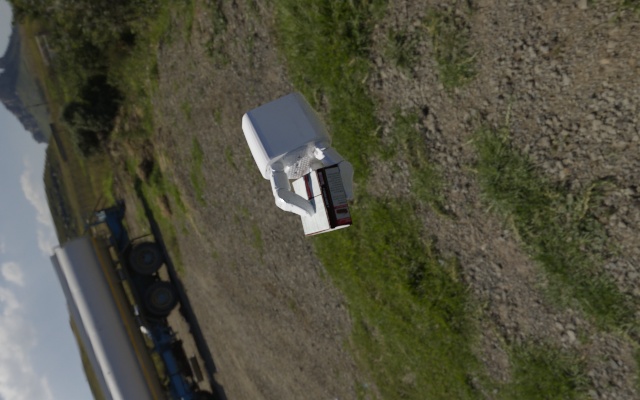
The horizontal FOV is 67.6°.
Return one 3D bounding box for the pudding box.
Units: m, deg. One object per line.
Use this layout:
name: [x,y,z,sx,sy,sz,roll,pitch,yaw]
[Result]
pudding box: [0.000,0.002,0.704,0.039,0.090,0.113,-14,-3,-20]
